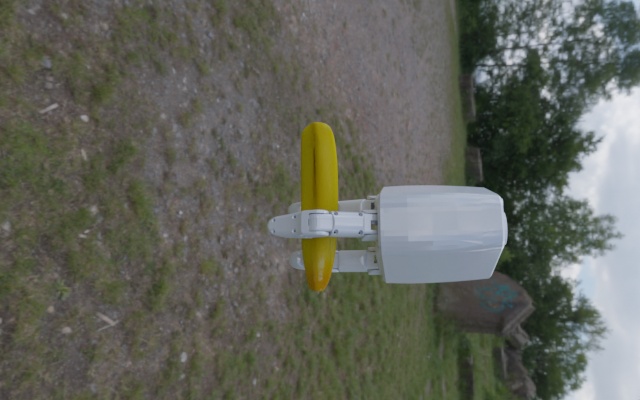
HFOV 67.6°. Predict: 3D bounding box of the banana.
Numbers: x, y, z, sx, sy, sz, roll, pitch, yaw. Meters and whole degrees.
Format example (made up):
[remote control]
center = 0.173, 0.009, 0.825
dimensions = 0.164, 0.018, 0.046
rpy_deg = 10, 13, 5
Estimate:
[banana]
center = -0.001, -0.012, 0.476
dimensions = 0.037, 0.197, 0.070
rpy_deg = -2, -34, 1
